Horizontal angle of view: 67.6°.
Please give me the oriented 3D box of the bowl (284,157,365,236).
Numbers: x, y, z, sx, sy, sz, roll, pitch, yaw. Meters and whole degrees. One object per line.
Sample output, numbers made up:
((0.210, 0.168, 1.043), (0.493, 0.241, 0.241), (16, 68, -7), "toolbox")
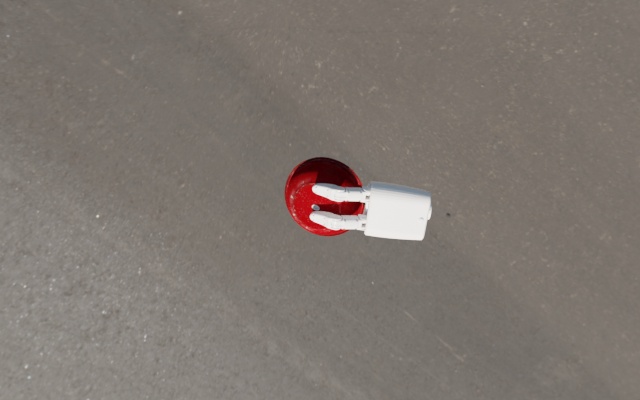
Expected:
((-0.001, 0.003, 0.896), (0.162, 0.162, 0.055), (0, 20, 17), "bowl")
